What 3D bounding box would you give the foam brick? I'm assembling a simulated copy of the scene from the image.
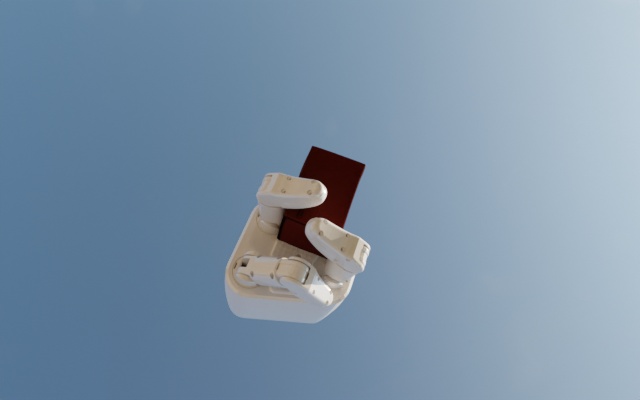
[{"bbox_3d":[0.000,0.001,0.427,0.053,0.078,0.051,22,-28,0],"label":"foam brick"}]
